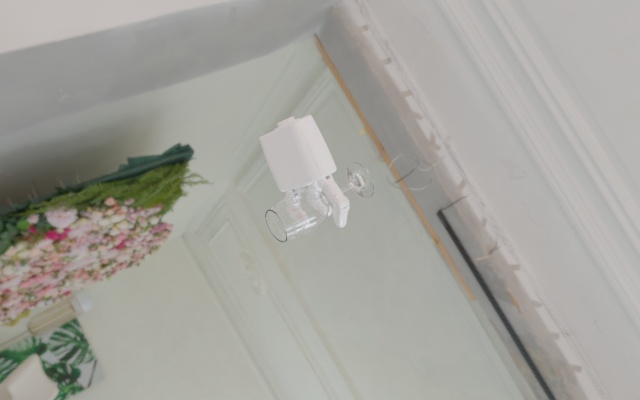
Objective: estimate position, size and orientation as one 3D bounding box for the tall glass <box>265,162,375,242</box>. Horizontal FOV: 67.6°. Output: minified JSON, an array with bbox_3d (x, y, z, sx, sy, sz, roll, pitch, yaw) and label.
[{"bbox_3d":[0.001,0.003,0.854,0.201,0.079,0.079,-29,16,-30],"label":"tall glass"}]
